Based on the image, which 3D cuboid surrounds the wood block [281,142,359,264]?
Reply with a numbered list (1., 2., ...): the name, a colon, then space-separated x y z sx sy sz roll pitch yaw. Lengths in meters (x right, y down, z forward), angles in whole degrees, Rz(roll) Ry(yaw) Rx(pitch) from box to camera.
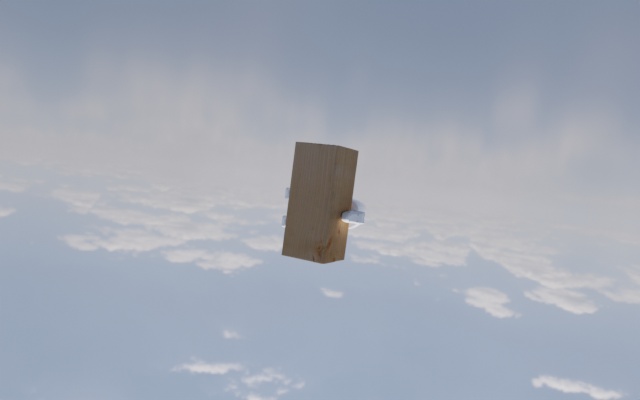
1. wood block: 0.001 0.003 0.872 0.091 0.206 0.090 8 3 29
